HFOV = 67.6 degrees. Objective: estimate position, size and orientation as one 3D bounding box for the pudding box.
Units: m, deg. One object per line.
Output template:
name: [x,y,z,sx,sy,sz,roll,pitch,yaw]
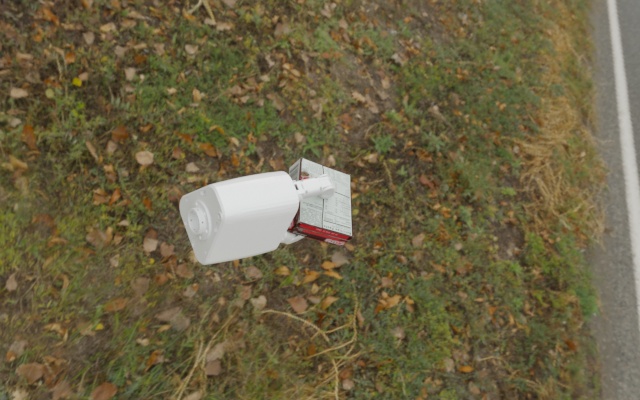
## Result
pudding box: [0.000,0.002,0.687,0.090,0.113,0.039,18,-35,-26]
